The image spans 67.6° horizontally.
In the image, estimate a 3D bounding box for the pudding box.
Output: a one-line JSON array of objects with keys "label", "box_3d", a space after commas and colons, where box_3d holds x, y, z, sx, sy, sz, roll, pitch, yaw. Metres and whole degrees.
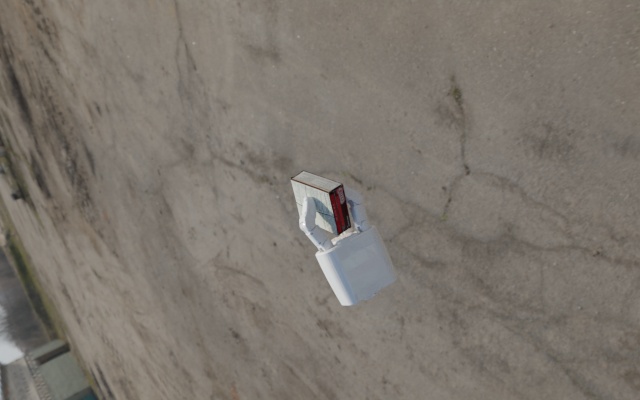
[{"label": "pudding box", "box_3d": [0.000, 0.003, 0.853, 0.039, 0.090, 0.113, -32, 34, -32]}]
